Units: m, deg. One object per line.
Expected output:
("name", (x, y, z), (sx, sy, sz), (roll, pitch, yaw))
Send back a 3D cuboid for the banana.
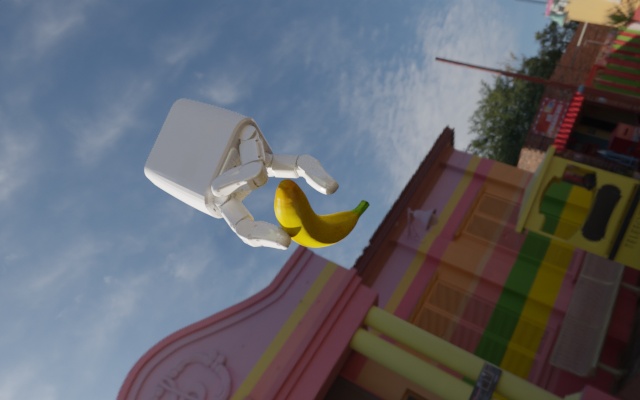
("banana", (-0.005, 0.019, 0.527), (0.037, 0.069, 0.198), (23, 5, 26))
